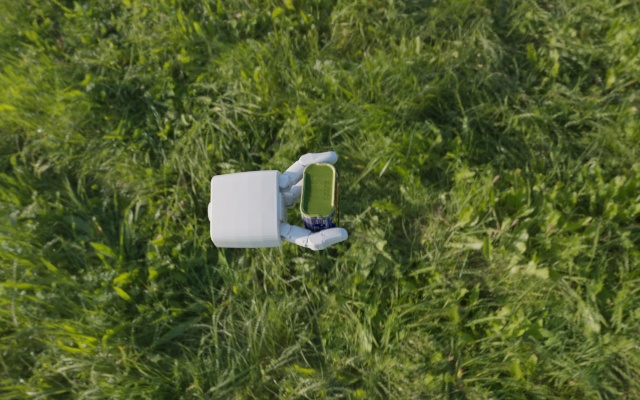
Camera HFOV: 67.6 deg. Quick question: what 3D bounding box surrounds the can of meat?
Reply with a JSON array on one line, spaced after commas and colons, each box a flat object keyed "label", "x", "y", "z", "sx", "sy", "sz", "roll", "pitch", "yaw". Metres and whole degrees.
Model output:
[{"label": "can of meat", "x": 0.000, "y": 0.002, "z": 0.750, "sx": 0.057, "sy": 0.102, "sz": 0.084, "roll": 0, "pitch": -29, "yaw": 6}]
